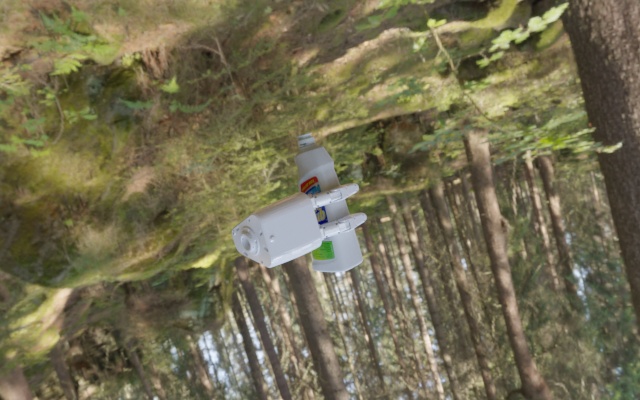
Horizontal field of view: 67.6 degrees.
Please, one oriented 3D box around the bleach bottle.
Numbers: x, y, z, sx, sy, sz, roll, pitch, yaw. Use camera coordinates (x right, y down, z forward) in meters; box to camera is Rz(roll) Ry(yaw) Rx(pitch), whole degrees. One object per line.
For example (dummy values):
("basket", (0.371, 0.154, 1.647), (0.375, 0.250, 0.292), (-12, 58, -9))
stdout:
("bleach bottle", (0.000, 0.003, 0.873), (0.068, 0.251, 0.102), (-22, 10, -39))
